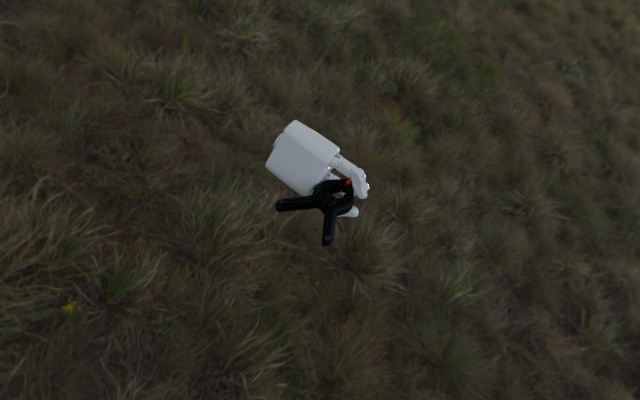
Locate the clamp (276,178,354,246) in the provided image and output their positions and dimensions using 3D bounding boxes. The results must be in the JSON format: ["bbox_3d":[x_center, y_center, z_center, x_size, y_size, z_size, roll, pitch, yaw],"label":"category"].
[{"bbox_3d":[0.001,0.002,0.880,0.120,0.039,0.171,35,42,5],"label":"clamp"}]
